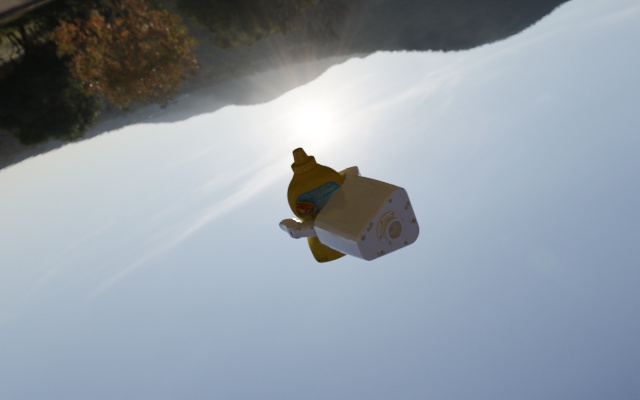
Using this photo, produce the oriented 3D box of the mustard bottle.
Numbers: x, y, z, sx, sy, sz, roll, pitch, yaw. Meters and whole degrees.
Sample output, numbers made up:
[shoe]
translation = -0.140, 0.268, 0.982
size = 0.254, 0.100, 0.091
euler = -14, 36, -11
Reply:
[mustard bottle]
translation = 0.000, 0.003, 0.764
size = 0.096, 0.192, 0.058
euler = -24, 24, 0
